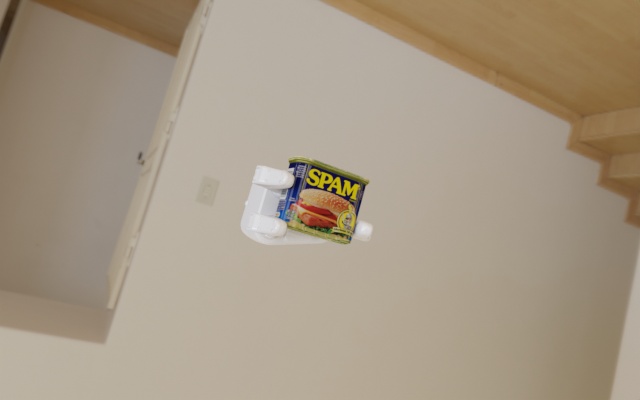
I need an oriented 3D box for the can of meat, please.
[{"bbox_3d":[0.000,0.002,0.583,0.102,0.084,0.057,18,-7,-23],"label":"can of meat"}]
